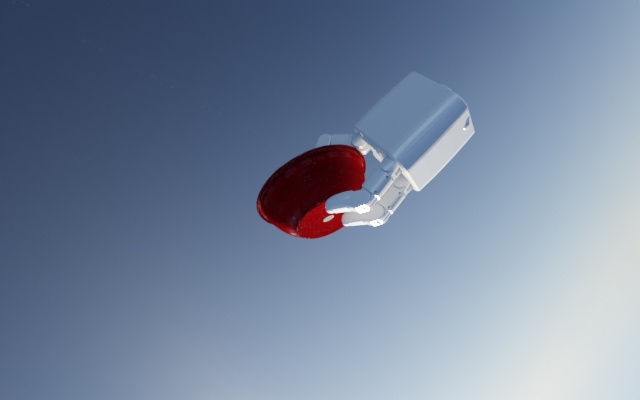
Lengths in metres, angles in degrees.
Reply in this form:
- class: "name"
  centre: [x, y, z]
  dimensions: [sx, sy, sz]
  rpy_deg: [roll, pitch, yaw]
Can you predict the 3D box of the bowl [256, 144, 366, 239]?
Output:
- class: "bowl"
  centre: [-0.001, 0.003, 0.631]
  dimensions: [0.162, 0.055, 0.162]
  rpy_deg: [-21, -31, -13]
